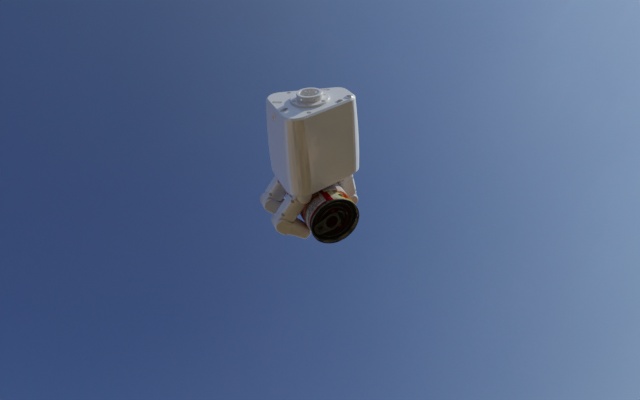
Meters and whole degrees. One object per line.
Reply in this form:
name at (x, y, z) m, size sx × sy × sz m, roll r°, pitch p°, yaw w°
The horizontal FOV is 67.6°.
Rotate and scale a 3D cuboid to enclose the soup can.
soup can at (0.000, 0.002, 0.651) m, size 0.068 × 0.068 × 0.102 m, roll 0°, pitch 30°, yaw -26°
